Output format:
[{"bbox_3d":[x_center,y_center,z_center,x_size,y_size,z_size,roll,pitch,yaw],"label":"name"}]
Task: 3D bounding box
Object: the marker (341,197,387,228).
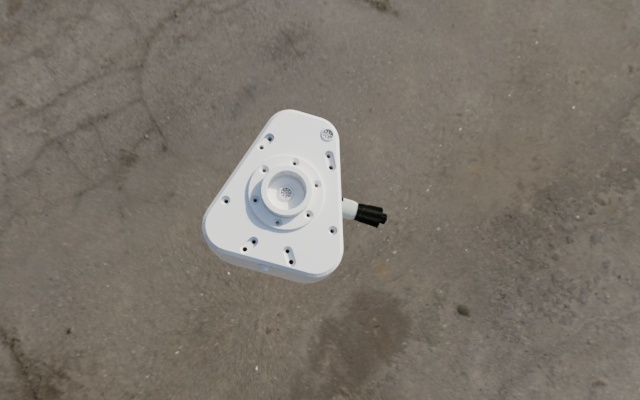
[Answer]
[{"bbox_3d":[0.000,0.001,0.422,0.121,0.020,0.020,15,-1,-3],"label":"marker"}]
